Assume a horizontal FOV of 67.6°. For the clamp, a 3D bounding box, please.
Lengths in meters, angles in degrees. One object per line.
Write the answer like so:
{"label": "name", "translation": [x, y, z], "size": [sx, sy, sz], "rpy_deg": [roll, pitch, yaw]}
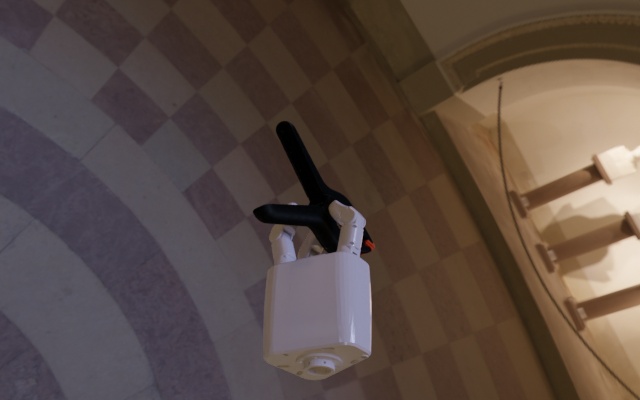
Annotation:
{"label": "clamp", "translation": [0.001, 0.002, 0.624], "size": [0.036, 0.164, 0.210], "rpy_deg": [-25, -45, 32]}
